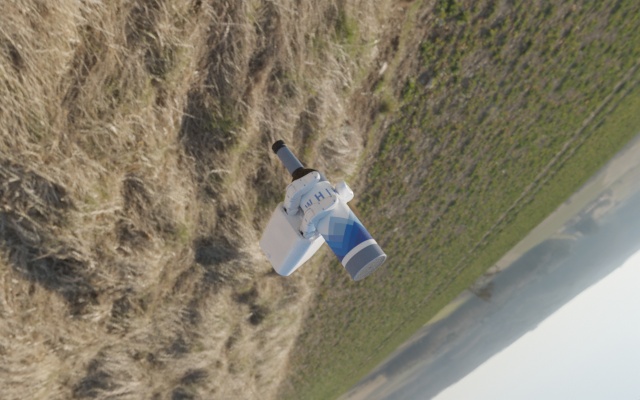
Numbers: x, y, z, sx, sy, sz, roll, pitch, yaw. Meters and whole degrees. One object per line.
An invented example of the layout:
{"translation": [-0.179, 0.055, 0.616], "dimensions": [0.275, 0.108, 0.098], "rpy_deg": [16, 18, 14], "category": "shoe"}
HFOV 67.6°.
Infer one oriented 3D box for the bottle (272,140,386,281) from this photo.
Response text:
{"translation": [0.000, 0.003, 0.836], "dimensions": [0.069, 0.295, 0.069], "rpy_deg": [-30, -25, -16], "category": "bottle"}
